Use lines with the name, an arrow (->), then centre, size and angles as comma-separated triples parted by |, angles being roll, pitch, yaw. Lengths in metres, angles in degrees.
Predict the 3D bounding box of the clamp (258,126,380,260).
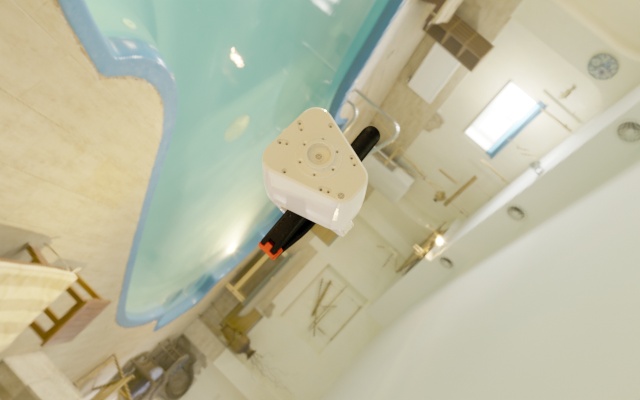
clamp -> 0.000, 0.003, 0.664 | 0.036, 0.210, 0.165 | 42, -14, 13
